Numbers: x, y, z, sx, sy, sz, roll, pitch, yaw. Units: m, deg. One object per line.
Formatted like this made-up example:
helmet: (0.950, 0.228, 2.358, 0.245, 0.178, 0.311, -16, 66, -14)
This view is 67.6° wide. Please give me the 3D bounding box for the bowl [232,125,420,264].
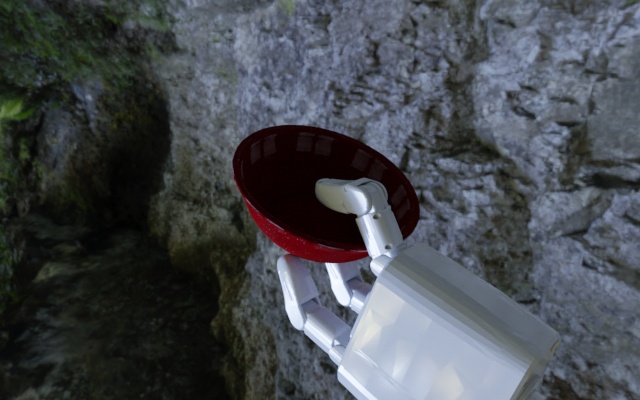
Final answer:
bowl: (-0.001, 0.001, 0.412, 0.162, 0.055, 0.162, 13, 38, -11)
